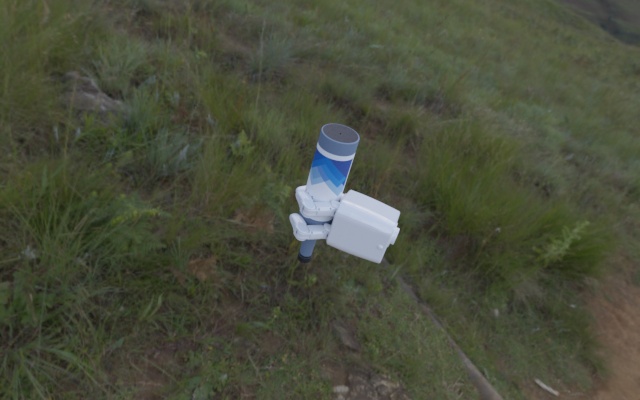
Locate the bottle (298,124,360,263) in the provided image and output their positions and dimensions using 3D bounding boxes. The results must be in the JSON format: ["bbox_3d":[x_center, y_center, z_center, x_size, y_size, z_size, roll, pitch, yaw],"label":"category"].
[{"bbox_3d":[0.000,0.003,0.884,0.069,0.296,0.069,11,36,-8],"label":"bottle"}]
